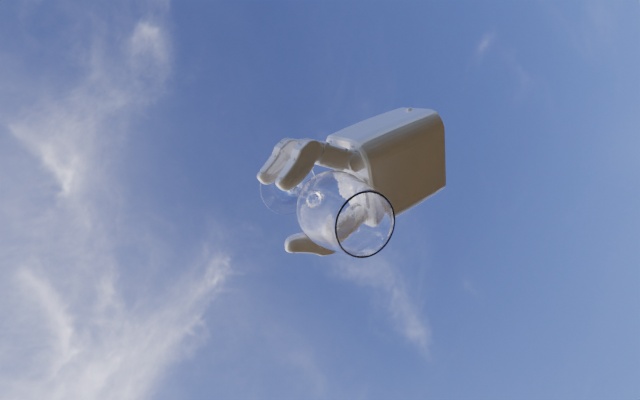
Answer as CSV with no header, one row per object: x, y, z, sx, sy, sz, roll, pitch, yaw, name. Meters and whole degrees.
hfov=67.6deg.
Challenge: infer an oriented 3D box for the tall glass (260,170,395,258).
0.000,0.002,0.510,0.079,0.079,0.201,0,12,-24,tall glass
